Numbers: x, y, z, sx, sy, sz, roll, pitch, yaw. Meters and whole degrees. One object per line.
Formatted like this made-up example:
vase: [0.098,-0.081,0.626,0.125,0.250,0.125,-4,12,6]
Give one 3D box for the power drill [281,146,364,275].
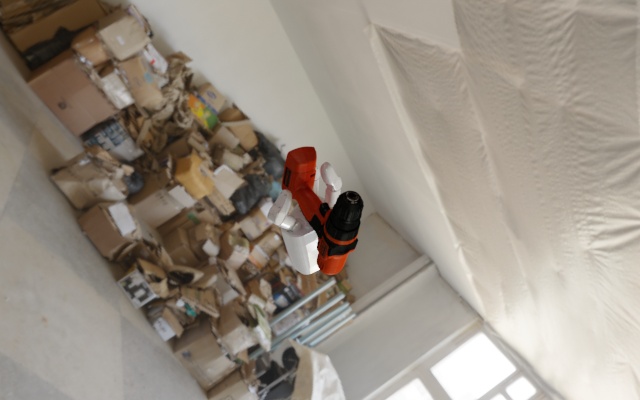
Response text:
power drill: [0.000,0.002,0.763,0.057,0.187,0.185,-12,-36,-23]
